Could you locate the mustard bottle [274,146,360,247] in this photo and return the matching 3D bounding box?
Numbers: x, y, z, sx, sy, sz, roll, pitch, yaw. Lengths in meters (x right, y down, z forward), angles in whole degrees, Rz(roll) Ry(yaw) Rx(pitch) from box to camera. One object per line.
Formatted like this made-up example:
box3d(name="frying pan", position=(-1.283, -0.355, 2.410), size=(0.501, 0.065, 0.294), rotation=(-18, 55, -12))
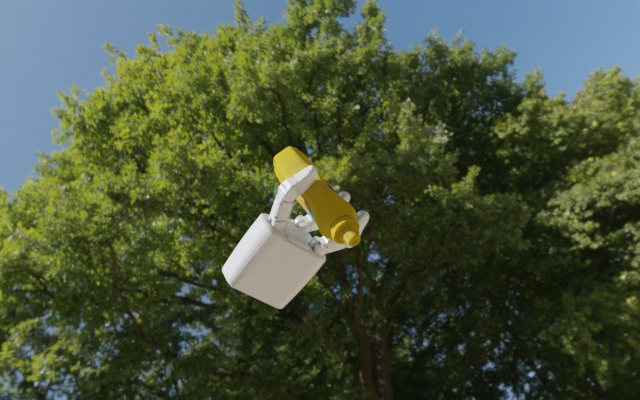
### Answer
box3d(name="mustard bottle", position=(0.000, 0.002, 0.694), size=(0.058, 0.096, 0.191), rotation=(-35, 46, -5))
